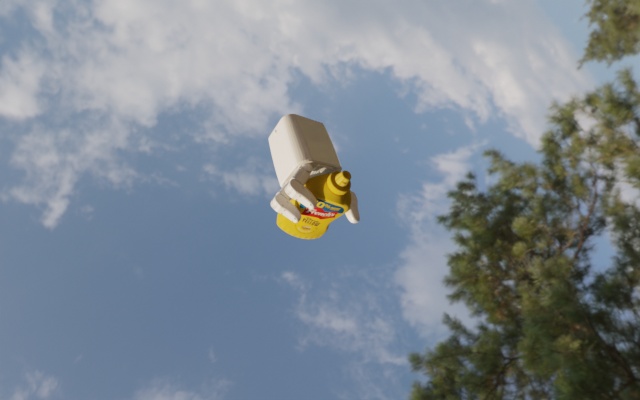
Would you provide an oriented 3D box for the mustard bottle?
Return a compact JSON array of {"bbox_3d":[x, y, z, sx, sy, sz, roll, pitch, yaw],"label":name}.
[{"bbox_3d":[0.000,0.003,0.855,0.096,0.058,0.192,20,-37,-19],"label":"mustard bottle"}]
